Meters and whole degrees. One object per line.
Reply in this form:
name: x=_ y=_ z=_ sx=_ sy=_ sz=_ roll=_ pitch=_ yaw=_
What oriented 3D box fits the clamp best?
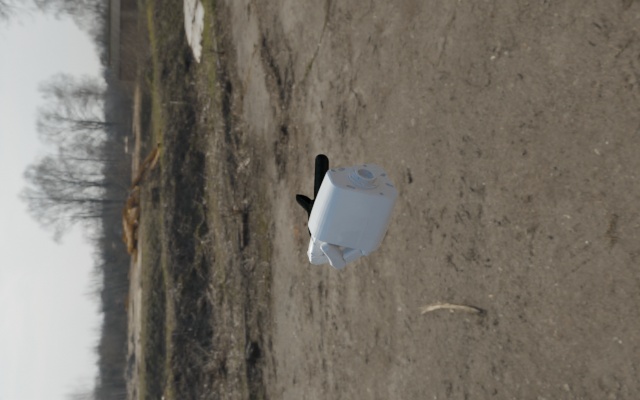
clamp: x=0.000 y=0.003 z=0.838 sx=0.039 sy=0.120 sz=0.171 roll=1 pitch=38 yaw=-23
